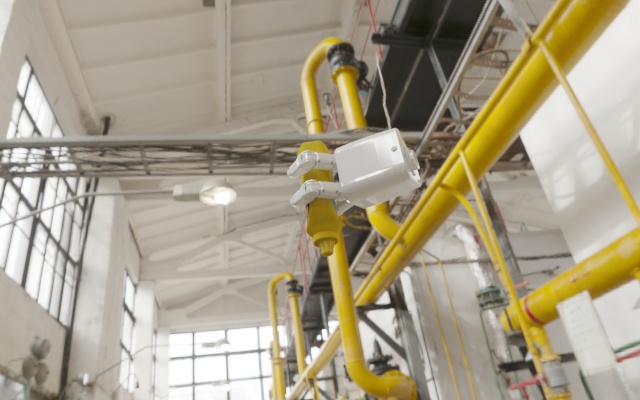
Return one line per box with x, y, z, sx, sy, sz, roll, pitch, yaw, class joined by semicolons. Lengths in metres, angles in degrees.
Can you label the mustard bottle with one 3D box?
0.000;0.002;0.795;0.058;0.191;0.096;-7;-30;-3;mustard bottle
